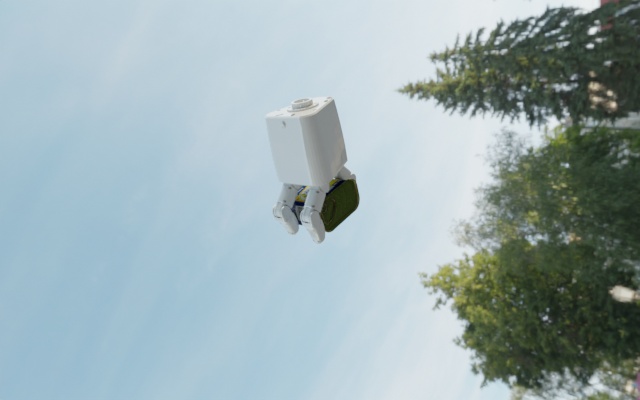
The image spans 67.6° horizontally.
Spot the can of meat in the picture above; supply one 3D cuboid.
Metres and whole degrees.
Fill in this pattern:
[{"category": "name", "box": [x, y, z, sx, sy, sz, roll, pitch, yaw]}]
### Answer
[{"category": "can of meat", "box": [0.000, 0.003, 0.774, 0.084, 0.057, 0.102, 8, 34, 38]}]
